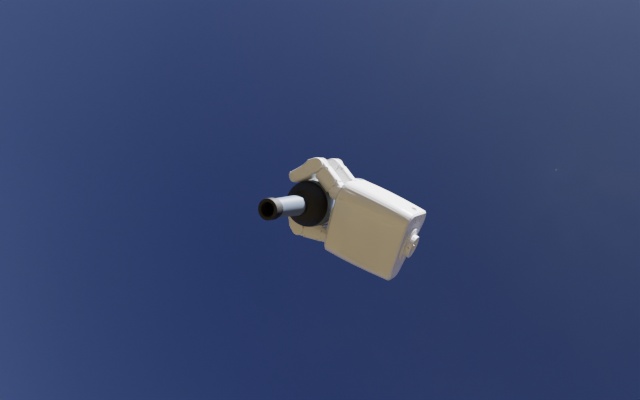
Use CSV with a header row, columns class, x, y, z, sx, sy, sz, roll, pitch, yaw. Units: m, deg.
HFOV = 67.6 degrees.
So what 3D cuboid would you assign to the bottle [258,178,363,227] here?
class,x,y,z,sx,sy,sz,roll,pitch,yaw
bottle,0.000,0.002,0.711,0.069,0.069,0.295,0,3,26
